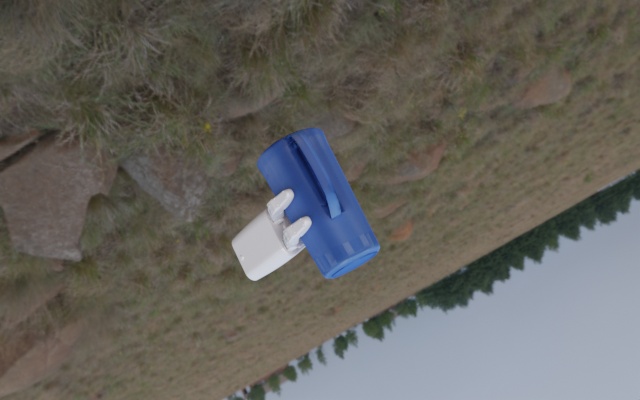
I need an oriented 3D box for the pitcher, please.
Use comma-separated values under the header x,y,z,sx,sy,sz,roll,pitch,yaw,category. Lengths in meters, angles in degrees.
x,y,z,sx,sy,sz,roll,pitch,yaw,category
0.000,0.003,0.815,0.145,0.242,0.149,-38,-17,29,pitcher
